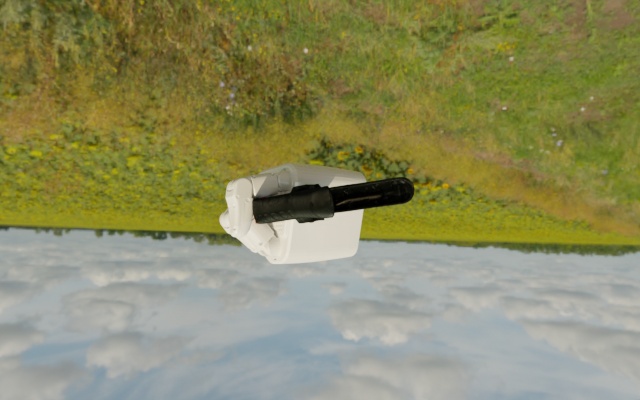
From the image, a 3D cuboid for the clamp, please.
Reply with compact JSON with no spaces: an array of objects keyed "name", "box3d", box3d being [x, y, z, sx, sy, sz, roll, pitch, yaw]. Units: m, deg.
[{"name":"clamp","box3d":[0.000,0.002,0.454,0.120,0.039,0.171,-1,-2,-36]}]
